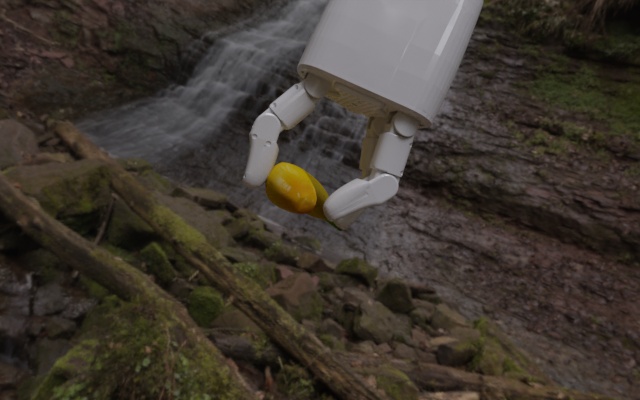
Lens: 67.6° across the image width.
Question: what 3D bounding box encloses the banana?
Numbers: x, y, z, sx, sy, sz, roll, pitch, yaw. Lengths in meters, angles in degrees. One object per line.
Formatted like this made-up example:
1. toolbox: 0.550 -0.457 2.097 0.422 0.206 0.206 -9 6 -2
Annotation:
1. banana: -0.015 -0.007 0.425 0.069 0.037 0.198 29 0 12
